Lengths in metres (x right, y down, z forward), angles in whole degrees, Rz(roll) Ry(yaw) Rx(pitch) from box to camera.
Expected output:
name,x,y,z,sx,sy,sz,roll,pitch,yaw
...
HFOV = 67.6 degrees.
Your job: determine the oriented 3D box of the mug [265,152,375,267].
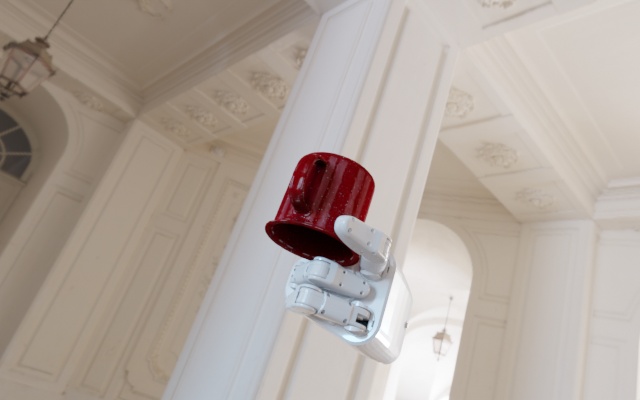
name,x,y,z,sx,sy,sz,roll,pitch,yaw
mug,0.000,0.001,0.449,0.093,0.081,0.117,7,-27,26
